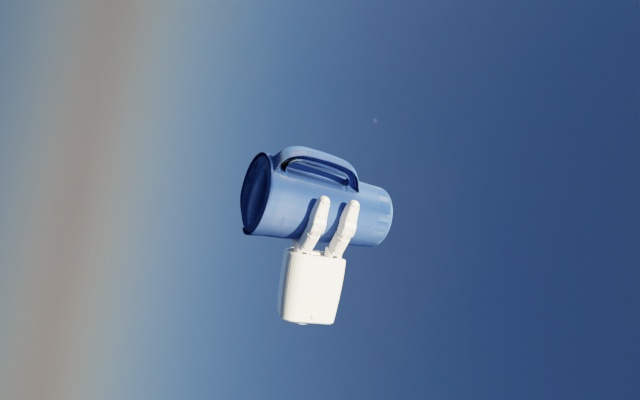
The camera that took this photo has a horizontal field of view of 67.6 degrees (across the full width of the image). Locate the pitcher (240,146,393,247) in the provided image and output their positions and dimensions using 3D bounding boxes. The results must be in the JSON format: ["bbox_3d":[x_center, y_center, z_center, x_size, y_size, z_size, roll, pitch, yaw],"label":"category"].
[{"bbox_3d":[0.000,0.003,0.790,0.243,0.145,0.149,11,-3,-27],"label":"pitcher"}]
